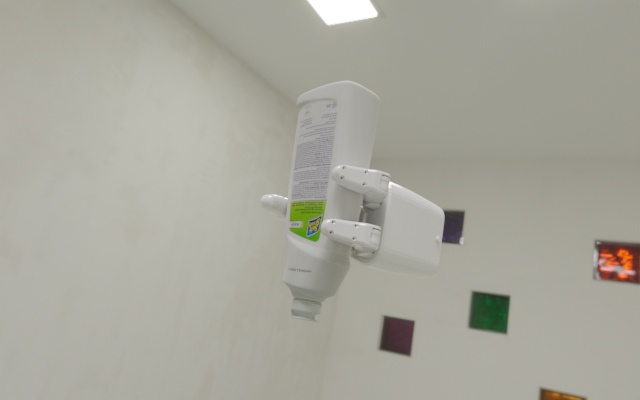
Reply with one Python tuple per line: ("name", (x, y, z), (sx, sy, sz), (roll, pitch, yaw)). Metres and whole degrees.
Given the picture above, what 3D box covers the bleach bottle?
("bleach bottle", (0.000, 0.002, 0.521), (0.068, 0.250, 0.102), (20, -15, -36))
